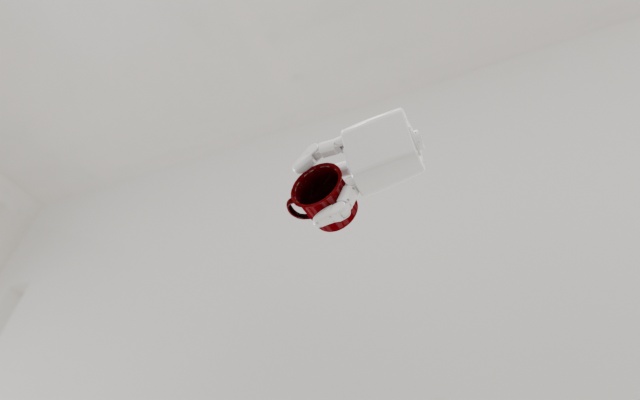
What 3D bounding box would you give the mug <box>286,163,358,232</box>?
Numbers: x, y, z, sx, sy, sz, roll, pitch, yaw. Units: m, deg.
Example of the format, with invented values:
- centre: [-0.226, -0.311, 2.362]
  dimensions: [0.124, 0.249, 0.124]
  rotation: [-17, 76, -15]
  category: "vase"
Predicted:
- centre: [-0.001, 0.003, 0.794]
  dimensions: [0.117, 0.093, 0.081]
  rotation: [-21, -48, 19]
  category: "mug"
